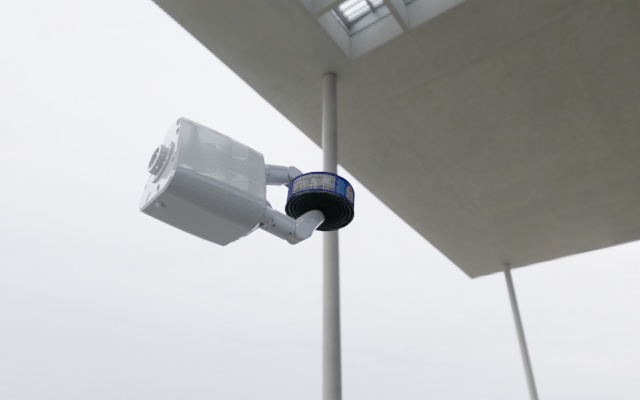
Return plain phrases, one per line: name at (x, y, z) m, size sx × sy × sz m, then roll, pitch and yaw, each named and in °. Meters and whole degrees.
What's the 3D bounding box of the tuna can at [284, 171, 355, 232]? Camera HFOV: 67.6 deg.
tuna can at (0.000, 0.001, 0.589) m, size 0.086 × 0.033 × 0.086 m, roll 4°, pitch -35°, yaw 3°
